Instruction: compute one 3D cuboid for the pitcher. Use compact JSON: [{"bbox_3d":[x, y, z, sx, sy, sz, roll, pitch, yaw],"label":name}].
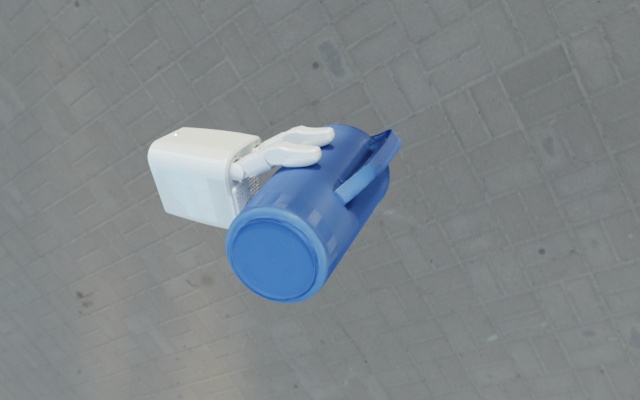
[{"bbox_3d":[0.000,0.002,0.548,0.145,0.149,0.242,13,28,14],"label":"pitcher"}]
